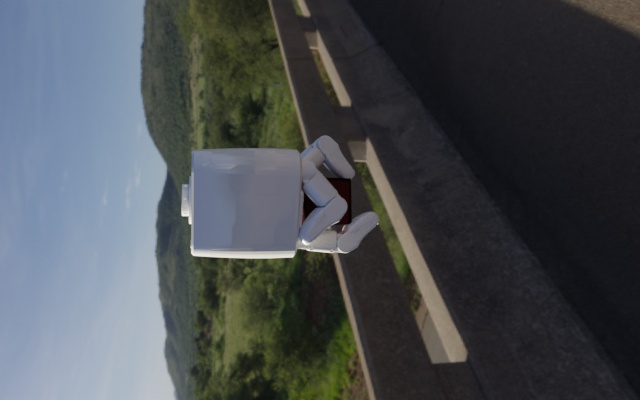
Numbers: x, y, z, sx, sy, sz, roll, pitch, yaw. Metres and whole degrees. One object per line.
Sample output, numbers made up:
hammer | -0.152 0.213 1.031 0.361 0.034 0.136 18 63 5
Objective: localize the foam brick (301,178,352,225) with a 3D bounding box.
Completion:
foam brick | 0.000 0.002 0.549 0.051 0.053 0.078 0 -3 -14
